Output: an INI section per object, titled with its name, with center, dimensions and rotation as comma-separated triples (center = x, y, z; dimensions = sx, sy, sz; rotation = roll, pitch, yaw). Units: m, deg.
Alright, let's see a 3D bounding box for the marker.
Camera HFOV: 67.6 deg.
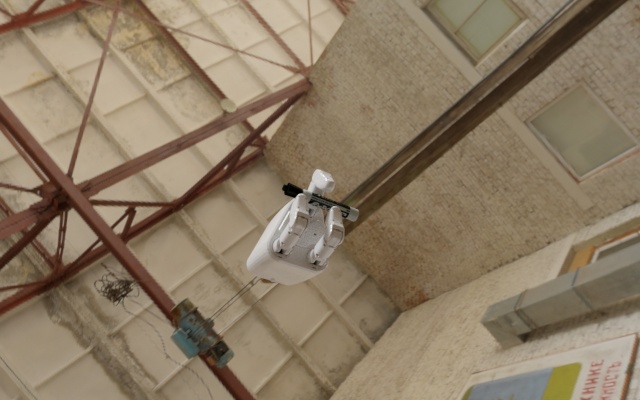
[marker]
center = 0.000, 0.002, 0.695
dimensions = 0.121, 0.020, 0.020
rotation = 21, -7, -19
